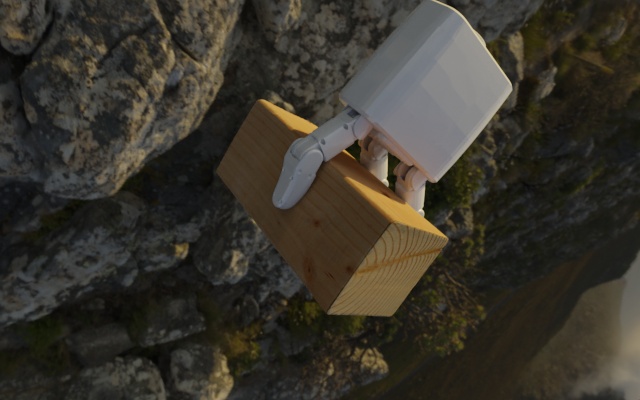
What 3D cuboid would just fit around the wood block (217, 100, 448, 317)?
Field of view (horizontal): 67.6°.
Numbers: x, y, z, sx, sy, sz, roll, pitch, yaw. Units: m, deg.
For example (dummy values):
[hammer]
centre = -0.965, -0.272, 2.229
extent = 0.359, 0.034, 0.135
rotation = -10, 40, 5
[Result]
[wood block]
centre = 0.000, 0.001, 0.440
extent = 0.091, 0.090, 0.206
rotation = 18, 21, -47
